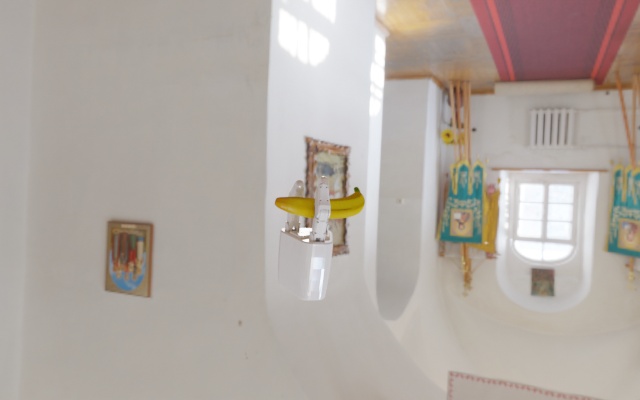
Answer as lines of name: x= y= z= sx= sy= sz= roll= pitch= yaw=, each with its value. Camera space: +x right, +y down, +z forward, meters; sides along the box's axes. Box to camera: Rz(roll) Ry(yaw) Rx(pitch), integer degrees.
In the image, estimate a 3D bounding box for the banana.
banana: x=0.014 y=0.009 z=0.854 sx=0.198 sy=0.037 sz=0.069 roll=-6 pitch=24 yaw=-39
